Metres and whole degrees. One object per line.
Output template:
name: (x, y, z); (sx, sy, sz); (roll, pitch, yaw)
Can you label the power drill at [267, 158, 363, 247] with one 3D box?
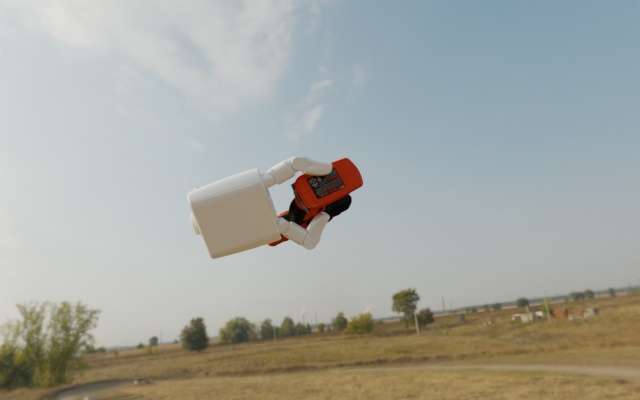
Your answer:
power drill: (0.000, 0.002, 0.783); (0.184, 0.057, 0.188); (-26, -14, -27)
